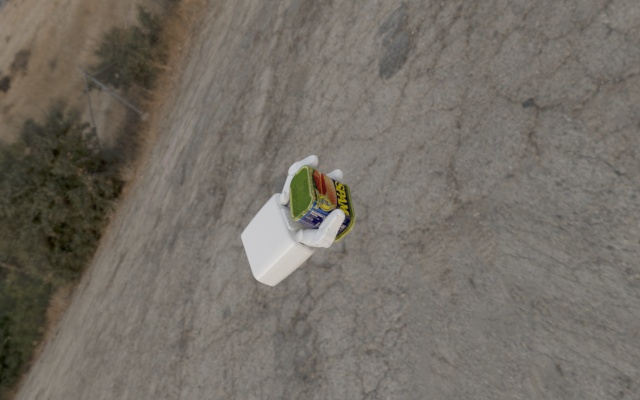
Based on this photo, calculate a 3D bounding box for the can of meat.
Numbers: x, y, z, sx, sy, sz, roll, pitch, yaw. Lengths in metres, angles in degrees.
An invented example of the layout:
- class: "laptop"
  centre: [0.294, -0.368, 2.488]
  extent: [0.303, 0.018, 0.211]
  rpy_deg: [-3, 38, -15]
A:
- class: "can of meat"
  centre: [0.000, 0.002, 0.740]
  extent: [0.084, 0.102, 0.057]
  rpy_deg: [27, -54, -30]
